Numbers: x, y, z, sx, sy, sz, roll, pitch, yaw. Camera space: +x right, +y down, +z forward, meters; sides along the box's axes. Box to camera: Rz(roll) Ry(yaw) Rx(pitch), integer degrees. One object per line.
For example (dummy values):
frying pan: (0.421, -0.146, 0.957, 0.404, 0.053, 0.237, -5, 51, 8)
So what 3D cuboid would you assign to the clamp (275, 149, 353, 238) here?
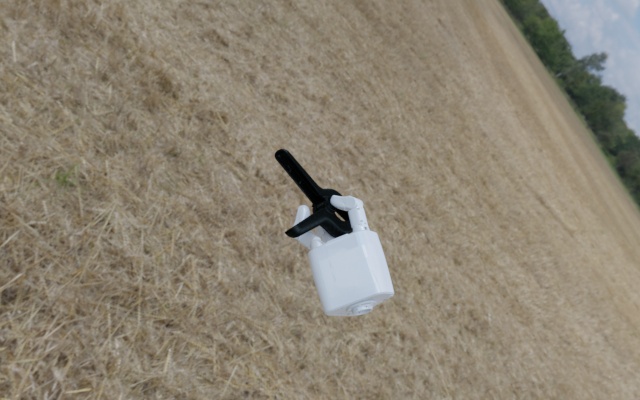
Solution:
clamp: (0.001, 0.003, 0.827, 0.036, 0.164, 0.210, -30, -30, 30)
